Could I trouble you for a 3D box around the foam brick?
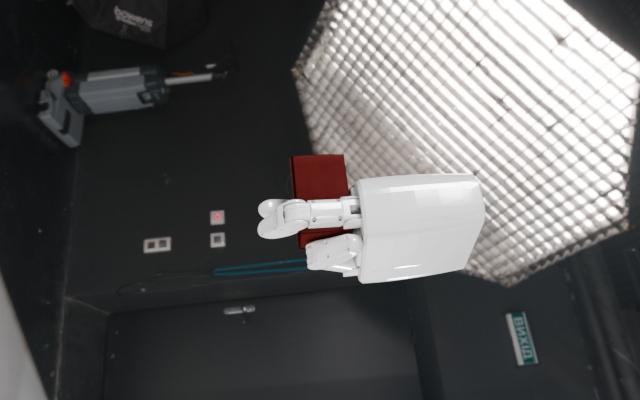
[{"bbox_3d":[0.000,0.001,0.455,0.051,0.078,0.053,-5,-20,-2],"label":"foam brick"}]
